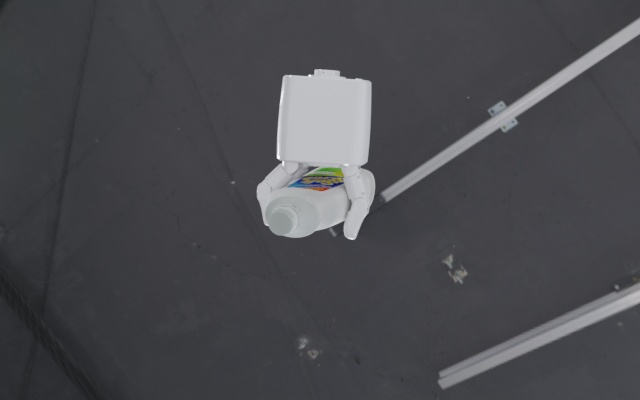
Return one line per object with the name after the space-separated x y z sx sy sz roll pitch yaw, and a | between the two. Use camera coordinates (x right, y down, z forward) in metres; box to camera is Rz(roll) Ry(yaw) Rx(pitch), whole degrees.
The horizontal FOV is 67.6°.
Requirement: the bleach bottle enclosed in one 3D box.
0.000 0.002 0.638 0.102 0.068 0.251 9 14 15 | bleach bottle
